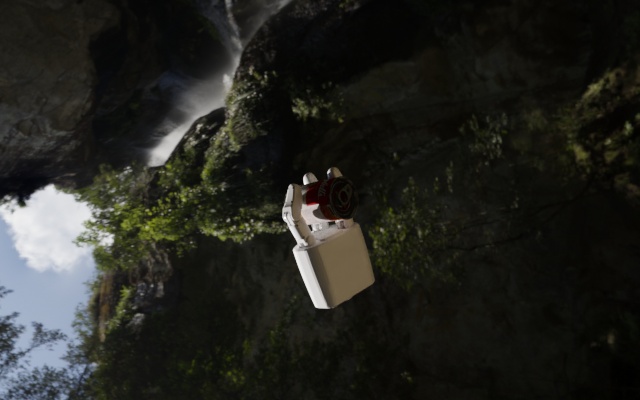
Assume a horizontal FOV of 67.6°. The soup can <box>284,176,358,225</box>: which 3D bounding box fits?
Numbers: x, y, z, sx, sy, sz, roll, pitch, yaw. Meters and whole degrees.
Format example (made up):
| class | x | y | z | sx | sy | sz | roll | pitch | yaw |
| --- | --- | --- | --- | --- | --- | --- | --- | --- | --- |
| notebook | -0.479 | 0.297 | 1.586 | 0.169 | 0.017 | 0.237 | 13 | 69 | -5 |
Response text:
| class | x | y | z | sx | sy | sz | roll | pitch | yaw |
| --- | --- | --- | --- | --- | --- | --- | --- | --- | --- |
| soup can | 0.000 | 0.002 | 0.763 | 0.102 | 0.068 | 0.068 | -10 | -7 | 42 |
